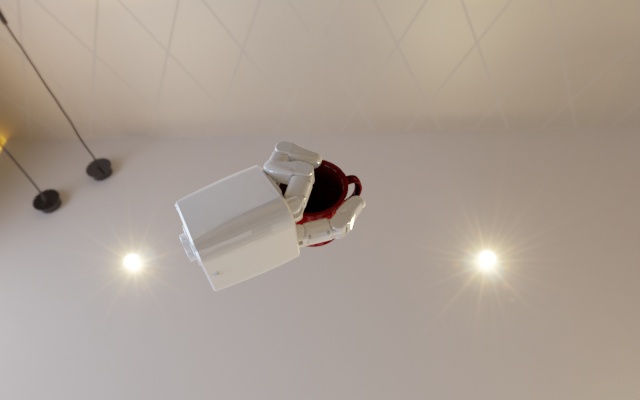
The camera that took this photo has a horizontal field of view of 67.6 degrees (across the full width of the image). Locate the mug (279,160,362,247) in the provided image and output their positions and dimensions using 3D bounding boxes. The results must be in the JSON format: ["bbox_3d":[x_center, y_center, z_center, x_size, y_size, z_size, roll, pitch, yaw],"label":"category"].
[{"bbox_3d":[0.001,0.002,0.622,0.117,0.093,0.082,-23,-35,-15],"label":"mug"}]
